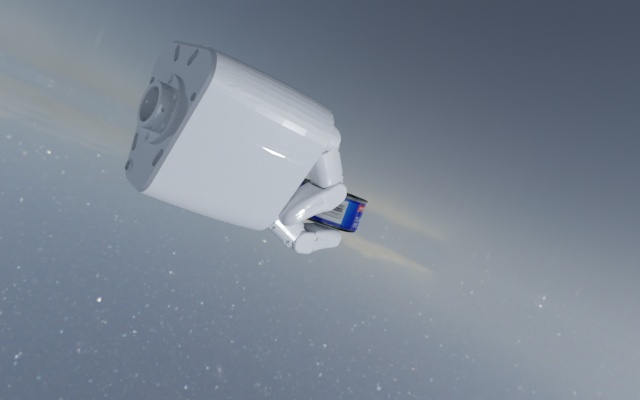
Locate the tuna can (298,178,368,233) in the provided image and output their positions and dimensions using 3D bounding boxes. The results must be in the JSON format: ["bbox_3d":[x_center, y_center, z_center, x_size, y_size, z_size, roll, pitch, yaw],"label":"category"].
[{"bbox_3d":[0.000,0.002,0.464,0.086,0.034,0.086,20,3,-1],"label":"tuna can"}]
